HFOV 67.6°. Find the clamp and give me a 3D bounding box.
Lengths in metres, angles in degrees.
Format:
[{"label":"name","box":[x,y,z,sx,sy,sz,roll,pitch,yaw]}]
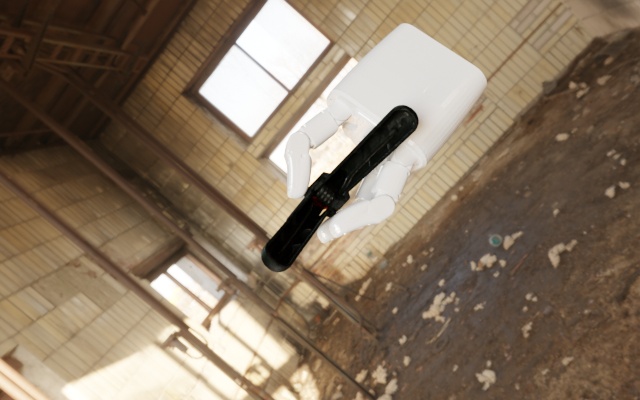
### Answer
[{"label":"clamp","box":[0.000,0.001,0.446,0.036,0.164,0.210,44,-14,-2]}]
